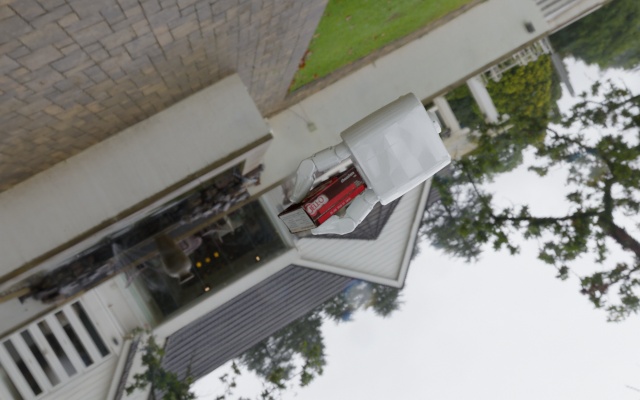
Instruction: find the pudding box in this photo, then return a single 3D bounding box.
[{"bbox_3d":[0.000,0.002,0.634,0.090,0.039,0.113,-37,4,-21],"label":"pudding box"}]
